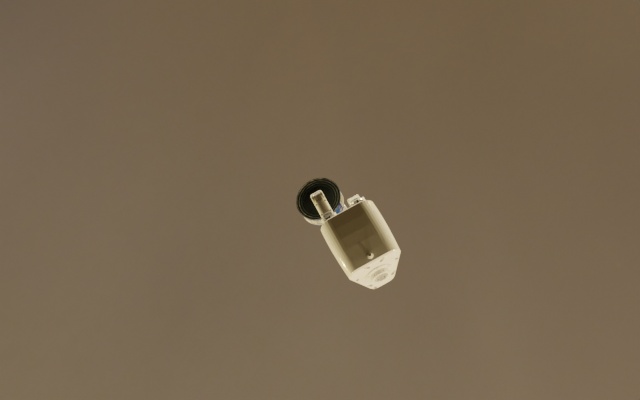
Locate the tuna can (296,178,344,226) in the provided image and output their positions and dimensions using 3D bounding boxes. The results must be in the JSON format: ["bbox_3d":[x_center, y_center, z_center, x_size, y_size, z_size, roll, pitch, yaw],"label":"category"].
[{"bbox_3d":[0.000,0.003,0.889,0.086,0.086,0.034,0,-26,19],"label":"tuna can"}]
